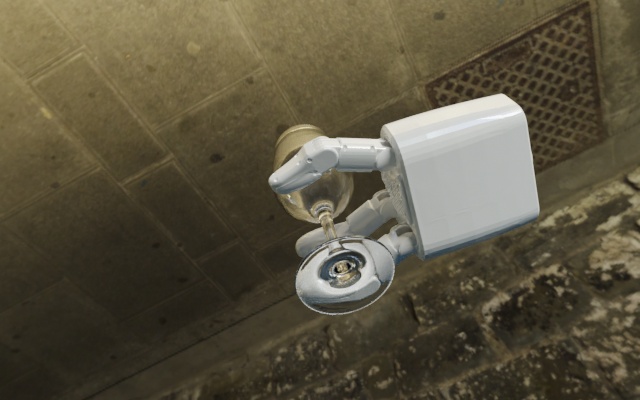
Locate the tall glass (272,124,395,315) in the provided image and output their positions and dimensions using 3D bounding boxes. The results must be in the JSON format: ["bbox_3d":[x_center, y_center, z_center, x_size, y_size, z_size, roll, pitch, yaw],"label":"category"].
[{"bbox_3d":[0.000,0.002,0.423,0.079,0.079,0.201,0,33,-13],"label":"tall glass"}]
